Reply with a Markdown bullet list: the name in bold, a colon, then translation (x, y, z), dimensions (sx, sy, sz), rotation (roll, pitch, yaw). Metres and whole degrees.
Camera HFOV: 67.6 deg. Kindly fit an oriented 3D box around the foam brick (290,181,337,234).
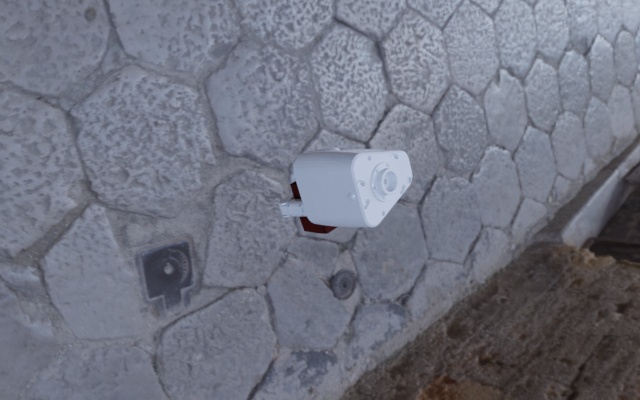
- **foam brick**: translation (0.000, 0.002, 0.687), dimensions (0.053, 0.078, 0.051), rotation (-30, 21, -37)
